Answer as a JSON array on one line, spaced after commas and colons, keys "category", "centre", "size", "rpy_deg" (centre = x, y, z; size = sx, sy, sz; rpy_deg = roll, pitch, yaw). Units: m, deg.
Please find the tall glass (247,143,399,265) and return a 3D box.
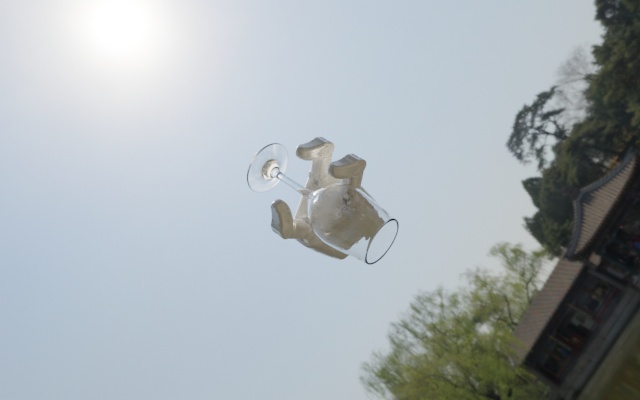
[{"category": "tall glass", "centre": [-0.001, 0.002, 0.603], "size": [0.201, 0.079, 0.079], "rpy_deg": [33, 18, 31]}]
